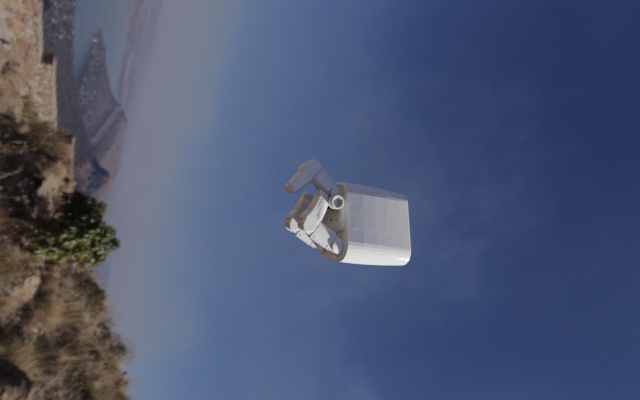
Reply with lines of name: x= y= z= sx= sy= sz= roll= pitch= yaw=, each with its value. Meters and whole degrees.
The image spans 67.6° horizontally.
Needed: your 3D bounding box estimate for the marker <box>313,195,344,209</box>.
marker: x=0.000 y=0.002 z=0.682 sx=0.020 sy=0.020 sz=0.121 roll=0 pitch=0 yaw=-22
